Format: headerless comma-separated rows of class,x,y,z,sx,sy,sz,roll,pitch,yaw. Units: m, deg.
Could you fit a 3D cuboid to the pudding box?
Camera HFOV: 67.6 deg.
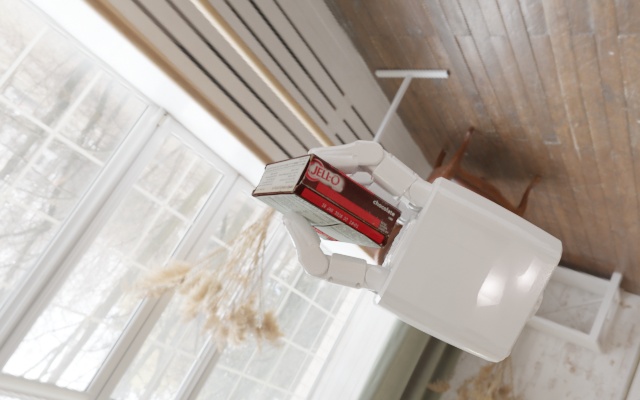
pudding box,0.000,0.002,0.405,0.090,0.039,0.113,33,-15,-21
